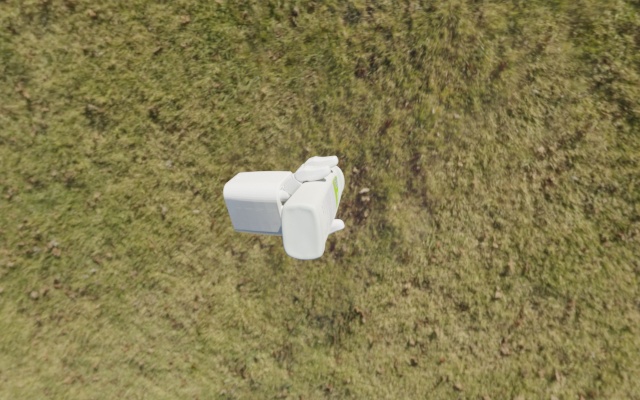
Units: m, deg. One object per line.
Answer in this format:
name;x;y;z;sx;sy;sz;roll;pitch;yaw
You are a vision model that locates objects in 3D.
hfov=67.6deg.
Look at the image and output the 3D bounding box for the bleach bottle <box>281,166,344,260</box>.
bleach bottle;0.000;0.003;0.849;0.068;0.103;0.250;2;22;14
